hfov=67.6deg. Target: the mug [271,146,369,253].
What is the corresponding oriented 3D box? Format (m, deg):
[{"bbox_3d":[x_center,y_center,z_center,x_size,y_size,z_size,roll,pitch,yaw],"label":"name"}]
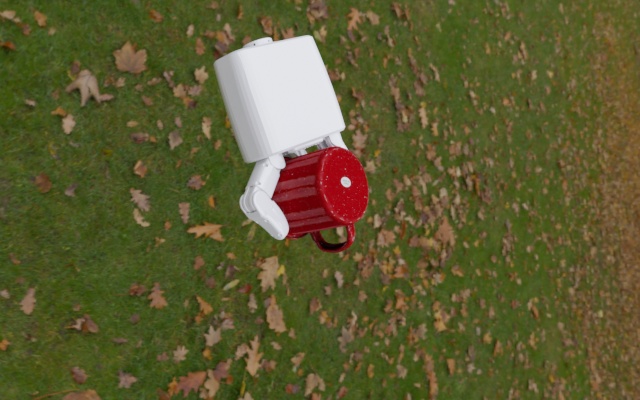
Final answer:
[{"bbox_3d":[0.001,0.003,0.504,0.081,0.117,0.093,-12,12,40],"label":"mug"}]
